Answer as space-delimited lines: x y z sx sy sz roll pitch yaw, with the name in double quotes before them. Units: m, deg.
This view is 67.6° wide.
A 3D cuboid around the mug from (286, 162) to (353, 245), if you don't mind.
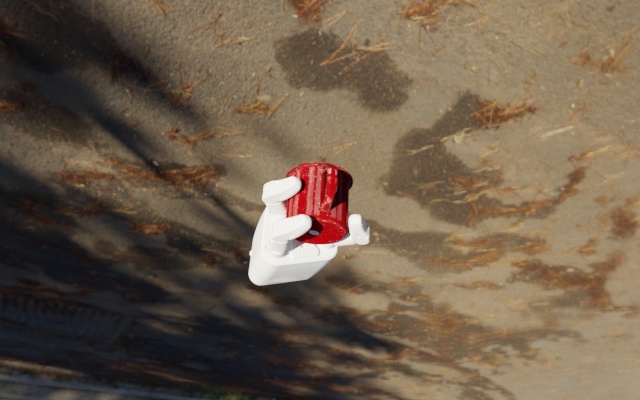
"mug" 0.001 0.002 0.625 0.093 0.081 0.117 11 -30 -14
